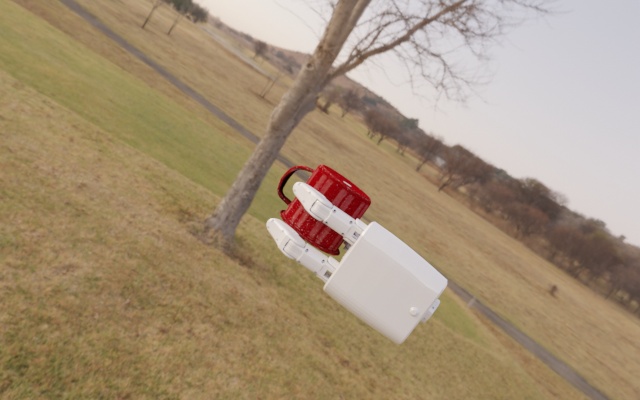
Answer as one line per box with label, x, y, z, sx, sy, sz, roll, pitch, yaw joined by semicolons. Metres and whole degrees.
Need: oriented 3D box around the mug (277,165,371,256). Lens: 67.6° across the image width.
mug;-0.001;0.001;0.601;0.117;0.081;0.093;37;9;9
